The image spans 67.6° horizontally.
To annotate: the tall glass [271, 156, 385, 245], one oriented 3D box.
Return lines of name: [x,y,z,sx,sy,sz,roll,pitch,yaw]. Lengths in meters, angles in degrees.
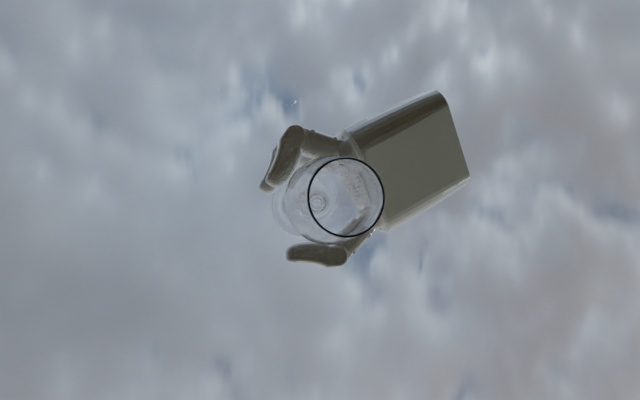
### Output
tall glass: [0.000,0.002,0.459,0.079,0.079,0.201,0,-2,-11]
